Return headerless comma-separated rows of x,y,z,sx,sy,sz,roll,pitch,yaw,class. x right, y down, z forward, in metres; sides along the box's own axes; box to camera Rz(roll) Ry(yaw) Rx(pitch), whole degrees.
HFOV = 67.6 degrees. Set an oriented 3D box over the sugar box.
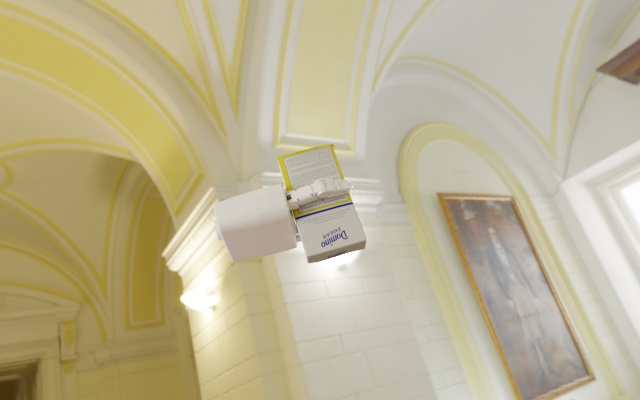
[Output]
0.000,0.003,0.737,0.093,0.176,0.048,-15,-23,-6,sugar box
